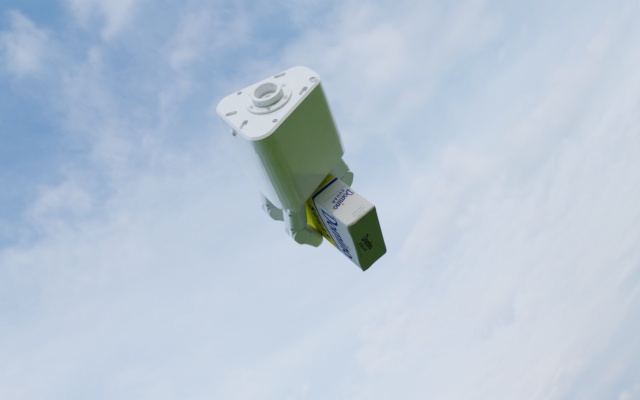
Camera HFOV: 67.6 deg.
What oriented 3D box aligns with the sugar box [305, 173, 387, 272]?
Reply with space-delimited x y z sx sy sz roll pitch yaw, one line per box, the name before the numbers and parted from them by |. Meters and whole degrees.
sugar box | 0.000 0.002 0.579 0.048 0.093 0.176 -37 50 -14
